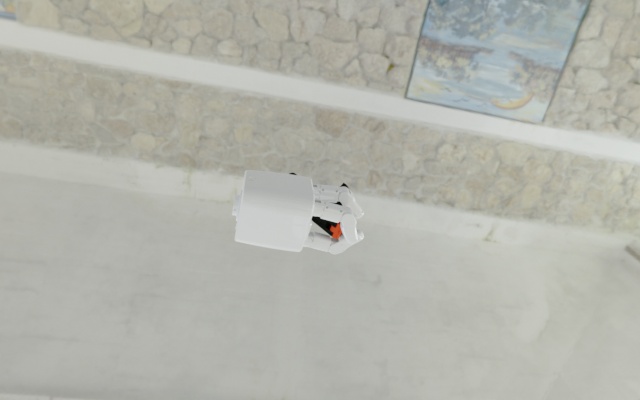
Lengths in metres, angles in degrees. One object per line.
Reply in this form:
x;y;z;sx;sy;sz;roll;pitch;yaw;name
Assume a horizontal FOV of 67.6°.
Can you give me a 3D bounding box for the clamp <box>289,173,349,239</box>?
0.000;0.003;0.811;0.120;0.039;0.171;9;25;-10;clamp
